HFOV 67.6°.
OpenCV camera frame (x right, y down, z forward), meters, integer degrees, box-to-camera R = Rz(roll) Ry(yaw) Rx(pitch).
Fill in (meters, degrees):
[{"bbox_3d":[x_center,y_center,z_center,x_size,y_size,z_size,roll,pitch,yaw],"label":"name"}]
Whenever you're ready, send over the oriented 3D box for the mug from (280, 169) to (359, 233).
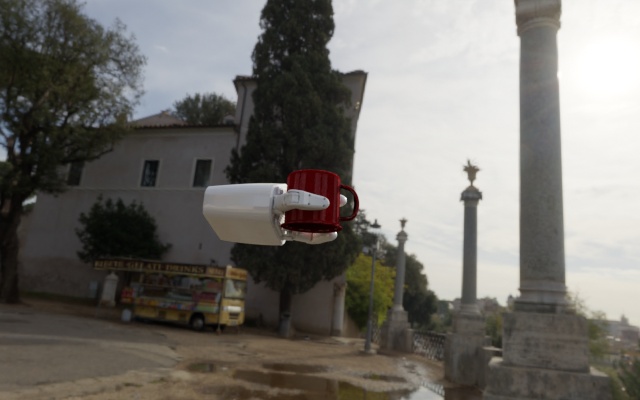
[{"bbox_3d":[0.002,0.002,0.719,0.117,0.081,0.093,1,-13,9],"label":"mug"}]
